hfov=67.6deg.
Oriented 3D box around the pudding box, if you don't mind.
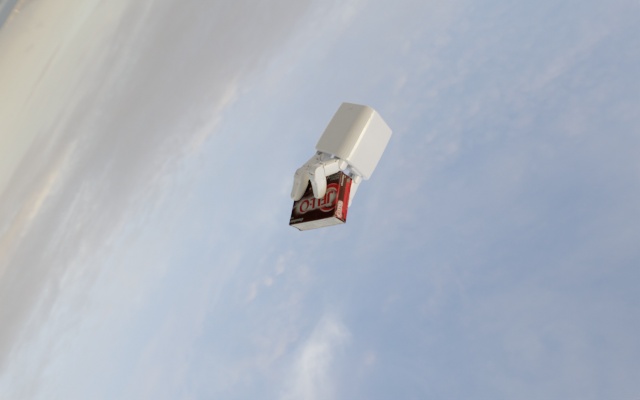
[{"bbox_3d":[0.000,0.003,0.861,0.113,0.090,0.039,-15,-36,42],"label":"pudding box"}]
